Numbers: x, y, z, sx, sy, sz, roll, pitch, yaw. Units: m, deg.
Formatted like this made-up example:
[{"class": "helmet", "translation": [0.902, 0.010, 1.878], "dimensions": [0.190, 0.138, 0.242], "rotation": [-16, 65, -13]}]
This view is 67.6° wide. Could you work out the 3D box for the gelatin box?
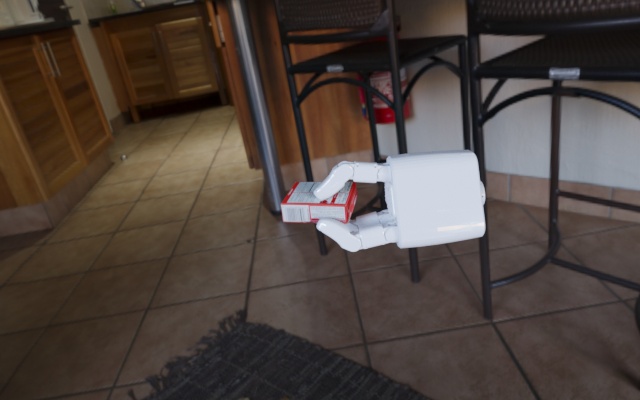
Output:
[{"class": "gelatin box", "translation": [0.000, 0.002, 0.634], "dimensions": [0.089, 0.030, 0.073], "rotation": [1, 26, 13]}]
